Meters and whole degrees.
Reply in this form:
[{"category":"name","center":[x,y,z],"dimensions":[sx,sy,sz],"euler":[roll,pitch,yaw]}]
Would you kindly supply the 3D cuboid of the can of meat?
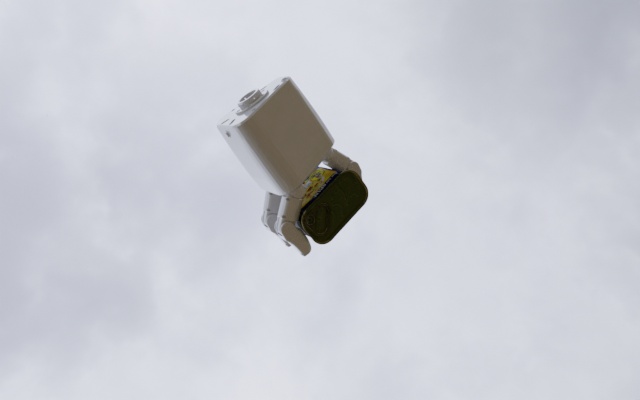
[{"category":"can of meat","center":[0.000,0.002,0.643],"dimensions":[0.057,0.102,0.084],"euler":[51,-16,-27]}]
